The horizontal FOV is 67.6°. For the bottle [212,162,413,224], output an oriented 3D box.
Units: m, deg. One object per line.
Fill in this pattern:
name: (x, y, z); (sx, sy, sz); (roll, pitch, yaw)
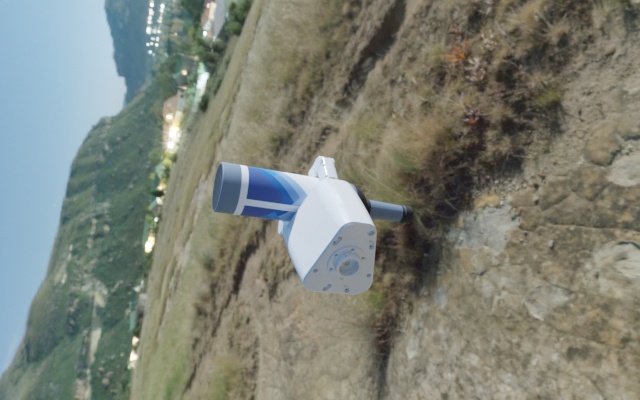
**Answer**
bottle: (0.000, 0.002, 0.680); (0.296, 0.069, 0.069); (8, -3, -21)
